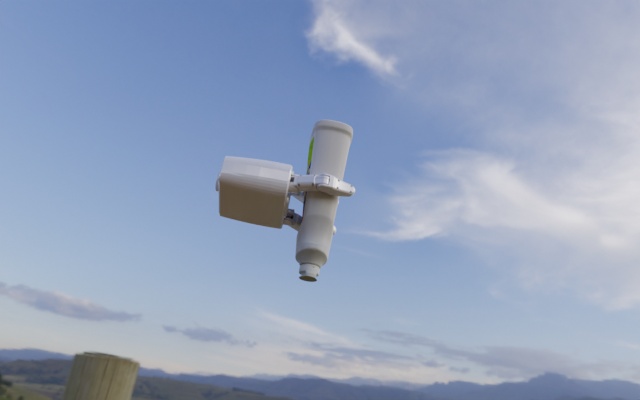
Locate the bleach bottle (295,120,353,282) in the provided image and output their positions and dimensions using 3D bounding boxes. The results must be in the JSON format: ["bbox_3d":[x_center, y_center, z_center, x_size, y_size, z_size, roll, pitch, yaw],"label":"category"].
[{"bbox_3d":[0.000,0.003,0.761,0.068,0.250,0.103,11,-25,-4],"label":"bleach bottle"}]
